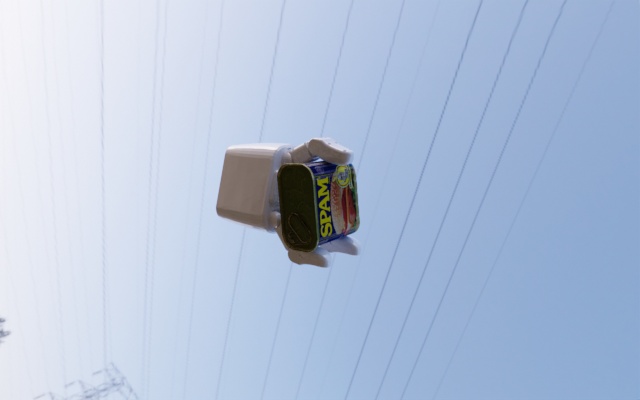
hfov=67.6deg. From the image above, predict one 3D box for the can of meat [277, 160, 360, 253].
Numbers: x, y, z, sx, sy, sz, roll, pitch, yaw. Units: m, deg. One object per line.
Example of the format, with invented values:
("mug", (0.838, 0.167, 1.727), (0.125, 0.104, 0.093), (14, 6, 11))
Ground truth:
("can of meat", (0.000, 0.002, 0.572), (0.057, 0.102, 0.084), (4, 12, 41))
